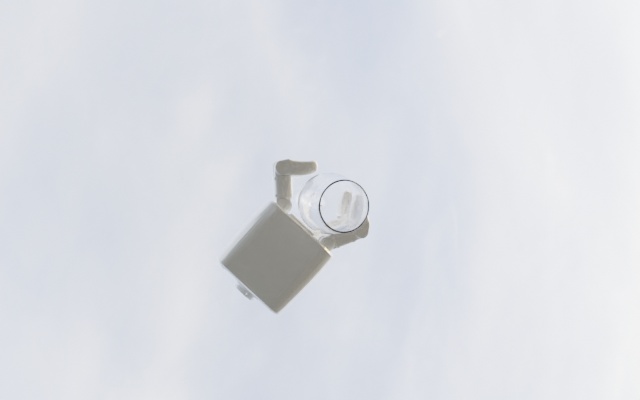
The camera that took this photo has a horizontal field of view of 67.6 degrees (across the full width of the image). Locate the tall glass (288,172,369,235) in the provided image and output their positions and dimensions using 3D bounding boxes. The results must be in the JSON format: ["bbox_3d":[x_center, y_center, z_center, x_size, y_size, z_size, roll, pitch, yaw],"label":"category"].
[{"bbox_3d":[0.000,0.002,0.639,0.079,0.079,0.201,0,2,-16],"label":"tall glass"}]
